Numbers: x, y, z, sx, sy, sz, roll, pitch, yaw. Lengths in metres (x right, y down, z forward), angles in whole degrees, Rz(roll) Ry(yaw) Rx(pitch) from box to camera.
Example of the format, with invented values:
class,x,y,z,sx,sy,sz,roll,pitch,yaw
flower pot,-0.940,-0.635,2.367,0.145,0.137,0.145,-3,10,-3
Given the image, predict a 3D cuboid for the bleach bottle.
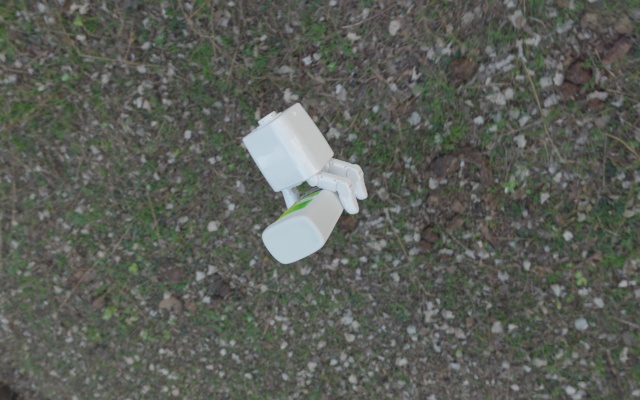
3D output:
class,x,y,z,sx,sy,sz,roll,pitch,yaw
bleach bottle,0.000,0.003,0.806,0.102,0.068,0.250,-27,15,31
